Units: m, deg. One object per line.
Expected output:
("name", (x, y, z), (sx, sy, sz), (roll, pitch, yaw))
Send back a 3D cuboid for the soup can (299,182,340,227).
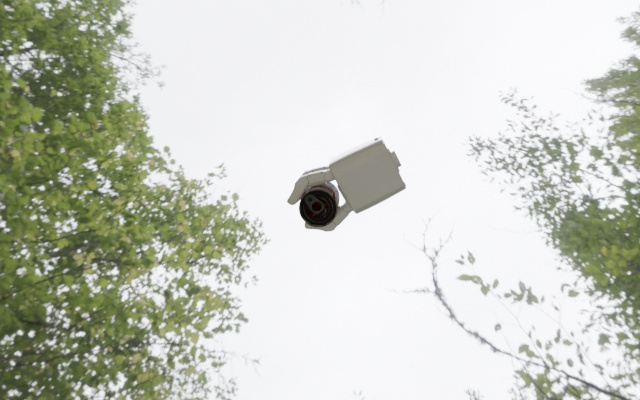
("soup can", (0.000, 0.003, 0.879), (0.068, 0.068, 0.102), (0, 13, 5))
